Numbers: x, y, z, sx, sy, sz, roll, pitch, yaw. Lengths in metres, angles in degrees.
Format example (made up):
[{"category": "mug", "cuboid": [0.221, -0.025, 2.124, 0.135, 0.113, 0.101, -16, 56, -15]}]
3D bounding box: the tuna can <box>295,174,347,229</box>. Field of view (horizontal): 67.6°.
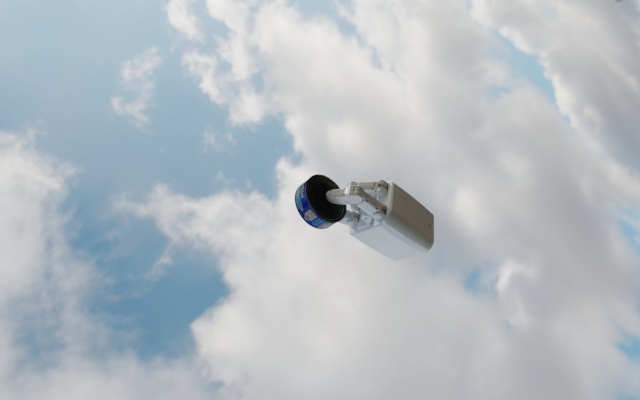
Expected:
[{"category": "tuna can", "cuboid": [0.000, 0.003, 0.776, 0.086, 0.086, 0.034, 0, -25, -44]}]
